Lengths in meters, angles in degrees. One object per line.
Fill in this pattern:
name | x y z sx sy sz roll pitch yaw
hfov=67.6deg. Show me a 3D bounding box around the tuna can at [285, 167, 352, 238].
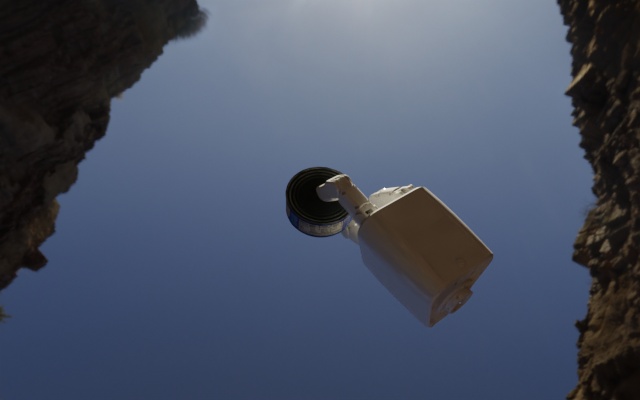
tuna can | 0.000 0.002 0.582 0.086 0.086 0.034 0 -36 -5
